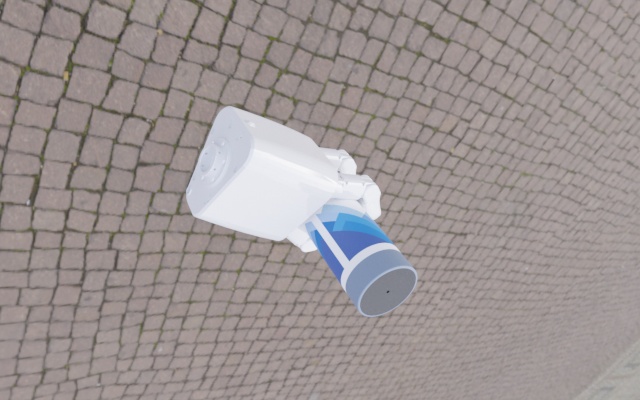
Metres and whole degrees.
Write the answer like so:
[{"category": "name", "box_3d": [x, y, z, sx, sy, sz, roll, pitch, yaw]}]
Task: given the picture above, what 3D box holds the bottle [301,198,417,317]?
[{"category": "bottle", "box_3d": [0.000, 0.002, 0.552, 0.069, 0.069, 0.295, 0, 35, -32]}]
